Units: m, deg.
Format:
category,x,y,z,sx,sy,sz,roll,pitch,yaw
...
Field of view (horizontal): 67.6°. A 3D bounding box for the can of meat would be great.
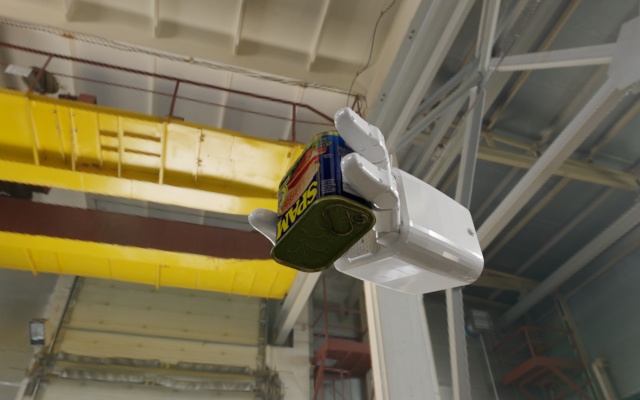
category,x,y,z,sx,sy,sz,roll,pitch,yaw
can of meat,0.000,0.001,0.425,0.057,0.083,0.102,21,-46,-24
